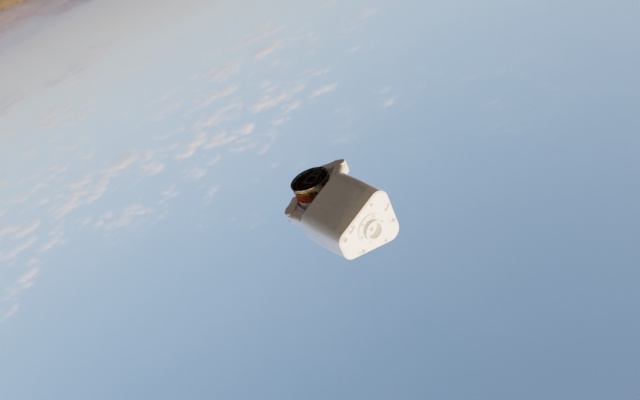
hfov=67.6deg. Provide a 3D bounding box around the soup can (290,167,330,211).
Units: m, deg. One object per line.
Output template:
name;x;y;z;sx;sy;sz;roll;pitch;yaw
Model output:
soup can;0.000;0.003;0.816;0.068;0.102;0.068;-19;32;12
